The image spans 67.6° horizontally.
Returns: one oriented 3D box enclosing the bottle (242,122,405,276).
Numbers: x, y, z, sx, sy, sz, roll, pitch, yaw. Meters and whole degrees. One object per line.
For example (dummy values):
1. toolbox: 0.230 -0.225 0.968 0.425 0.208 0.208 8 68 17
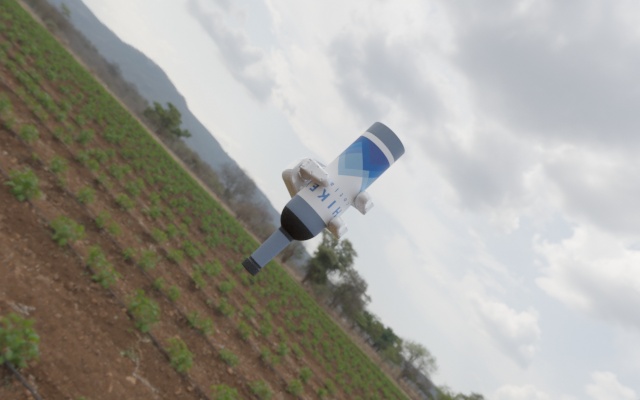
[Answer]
1. bottle: 0.000 0.002 0.718 0.295 0.069 0.069 -43 7 -8
